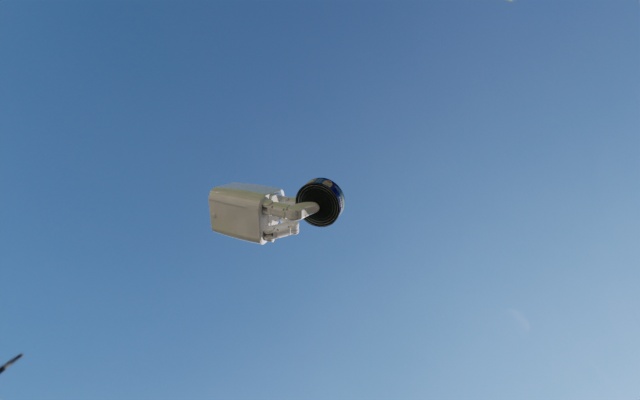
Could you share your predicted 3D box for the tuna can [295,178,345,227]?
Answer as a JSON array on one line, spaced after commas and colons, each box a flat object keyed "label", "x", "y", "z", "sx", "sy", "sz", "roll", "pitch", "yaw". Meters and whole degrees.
[{"label": "tuna can", "x": 0.000, "y": 0.003, "z": 0.863, "sx": 0.086, "sy": 0.086, "sz": 0.033, "roll": 0, "pitch": 23, "yaw": 24}]
